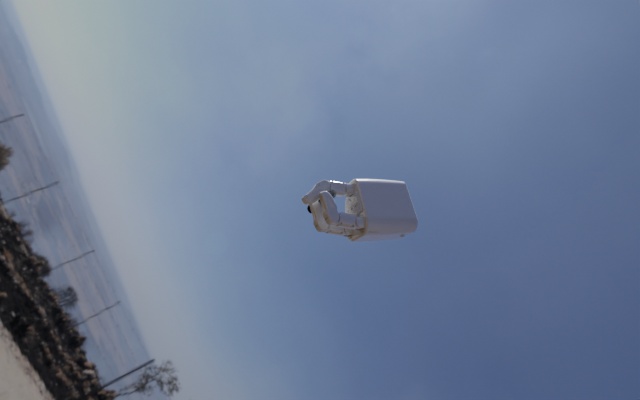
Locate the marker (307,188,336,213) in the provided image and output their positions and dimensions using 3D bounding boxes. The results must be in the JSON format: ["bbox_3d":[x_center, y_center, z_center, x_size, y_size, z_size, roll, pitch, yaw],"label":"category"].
[{"bbox_3d":[0.000,0.003,0.899,0.020,0.020,0.121,0,-15,-20],"label":"marker"}]
